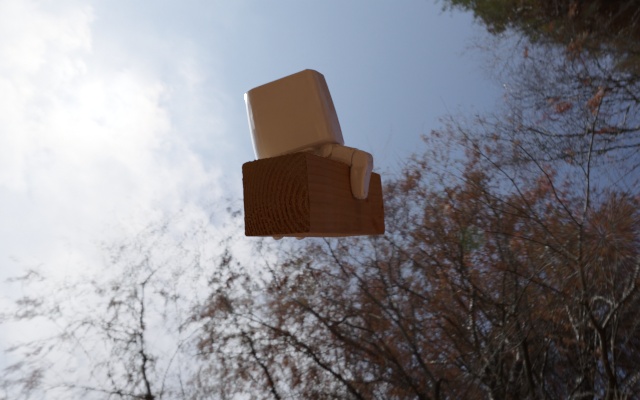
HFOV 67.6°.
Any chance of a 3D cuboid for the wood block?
[{"bbox_3d":[0.000,0.002,0.617,0.091,0.090,0.206,-7,-7,30],"label":"wood block"}]
